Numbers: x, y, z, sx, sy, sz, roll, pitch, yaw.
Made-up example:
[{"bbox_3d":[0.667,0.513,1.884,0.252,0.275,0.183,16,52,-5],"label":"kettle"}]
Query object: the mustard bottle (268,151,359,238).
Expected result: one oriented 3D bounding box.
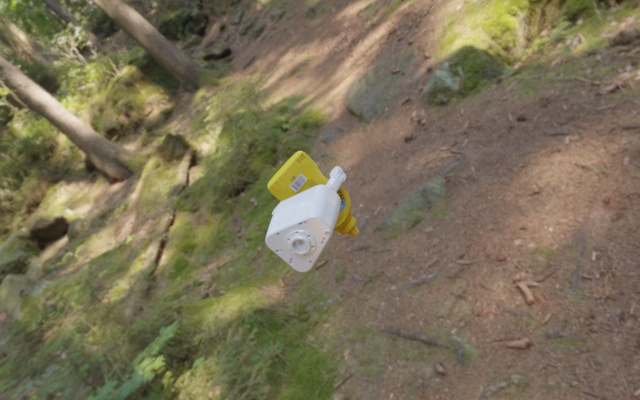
[{"bbox_3d":[0.000,0.003,0.896,0.192,0.096,0.058,42,2,-13],"label":"mustard bottle"}]
